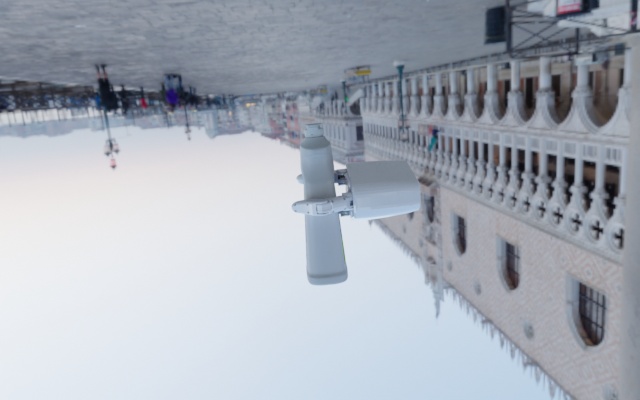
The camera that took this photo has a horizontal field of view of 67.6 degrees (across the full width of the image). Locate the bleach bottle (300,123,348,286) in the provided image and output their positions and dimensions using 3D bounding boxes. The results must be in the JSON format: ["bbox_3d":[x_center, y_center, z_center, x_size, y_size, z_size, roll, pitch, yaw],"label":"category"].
[{"bbox_3d":[0.000,0.003,0.775,0.068,0.251,0.102,-6,12,-2],"label":"bleach bottle"}]
